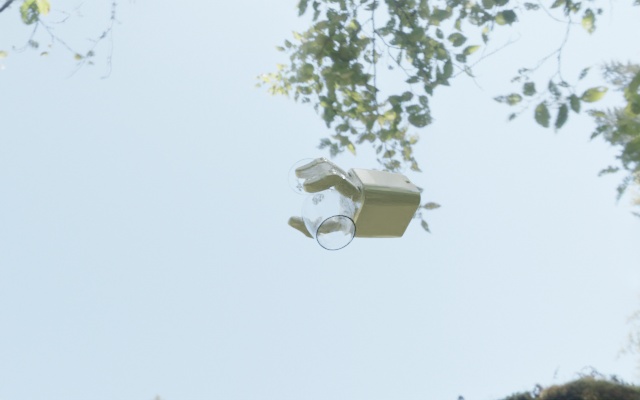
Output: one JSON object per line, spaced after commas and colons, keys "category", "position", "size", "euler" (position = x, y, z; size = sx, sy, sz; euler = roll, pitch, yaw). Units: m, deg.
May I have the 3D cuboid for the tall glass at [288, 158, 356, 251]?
{"category": "tall glass", "position": [0.000, 0.002, 0.792], "size": [0.079, 0.079, 0.201], "euler": [0, 28, -15]}
